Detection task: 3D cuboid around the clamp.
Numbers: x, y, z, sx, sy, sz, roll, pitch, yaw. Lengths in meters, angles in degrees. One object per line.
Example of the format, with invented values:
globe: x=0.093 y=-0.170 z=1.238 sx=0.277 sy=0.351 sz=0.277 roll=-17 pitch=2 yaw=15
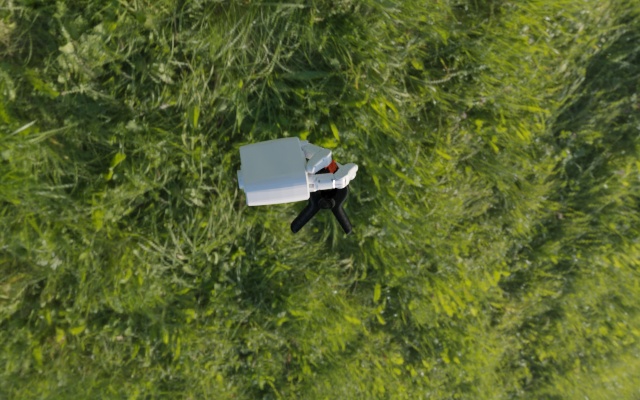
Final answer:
clamp: x=0.000 y=0.003 z=0.885 sx=0.120 sy=0.172 sz=0.039 roll=-8 pitch=38 yaw=-7
